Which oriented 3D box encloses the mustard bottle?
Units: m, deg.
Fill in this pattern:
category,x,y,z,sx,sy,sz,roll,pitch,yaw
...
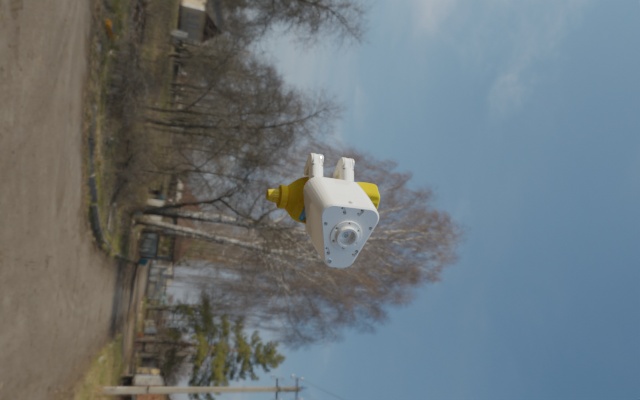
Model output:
category,x,y,z,sx,sy,sz,roll,pitch,yaw
mustard bottle,0.000,0.003,0.837,0.191,0.058,0.096,7,-44,-17
